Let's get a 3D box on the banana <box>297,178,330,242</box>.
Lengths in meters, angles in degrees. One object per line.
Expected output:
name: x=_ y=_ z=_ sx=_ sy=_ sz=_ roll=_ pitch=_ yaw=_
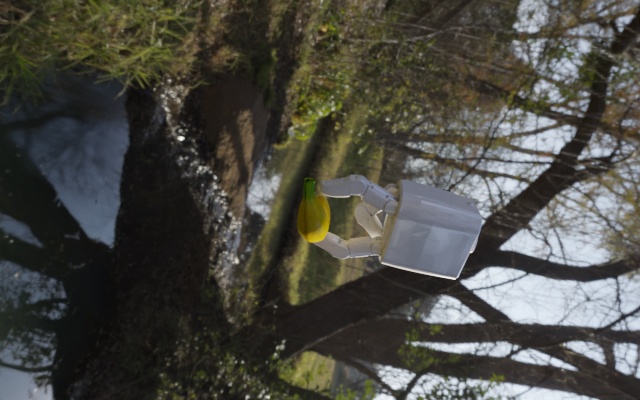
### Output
banana: x=-0.005 y=0.020 z=0.611 sx=0.037 sy=0.069 sz=0.198 roll=14 pitch=-5 yaw=3
